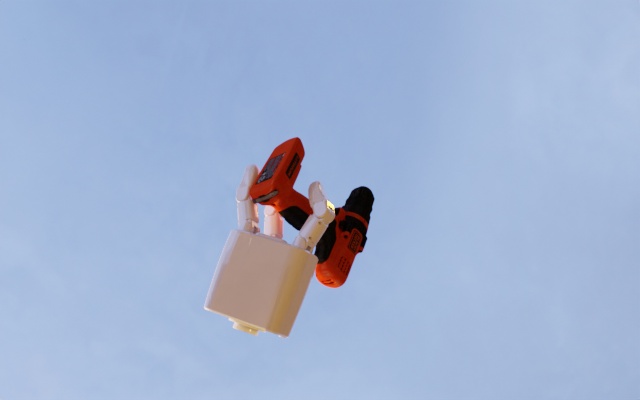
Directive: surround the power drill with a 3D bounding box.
[{"bbox_3d":[0.000,0.002,0.677,0.057,0.184,0.188,-22,-58,40],"label":"power drill"}]
